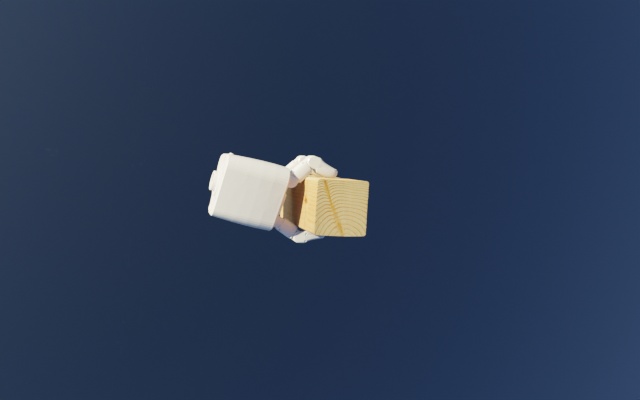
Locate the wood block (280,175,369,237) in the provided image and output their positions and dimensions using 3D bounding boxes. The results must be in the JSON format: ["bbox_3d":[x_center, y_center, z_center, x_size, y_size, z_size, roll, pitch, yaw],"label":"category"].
[{"bbox_3d":[0.000,0.003,0.845,0.090,0.091,0.206,2,5,-20],"label":"wood block"}]
